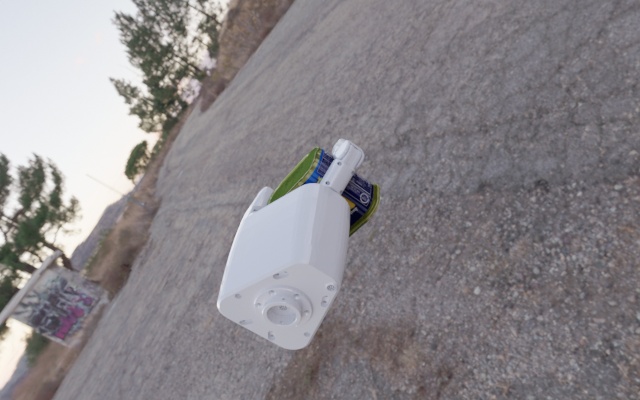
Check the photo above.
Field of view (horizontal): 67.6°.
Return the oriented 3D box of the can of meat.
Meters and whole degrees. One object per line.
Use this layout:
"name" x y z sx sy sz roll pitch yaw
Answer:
"can of meat" 0.000 0.001 0.520 0.084 0.057 0.102 34 -55 -17
